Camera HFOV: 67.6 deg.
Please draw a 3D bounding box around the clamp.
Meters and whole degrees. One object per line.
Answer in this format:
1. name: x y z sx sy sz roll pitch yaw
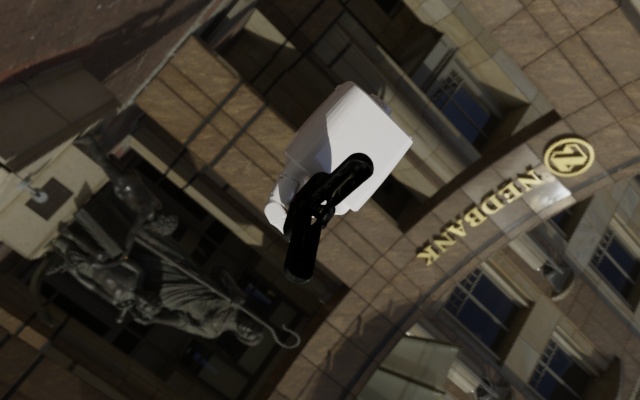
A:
1. clamp: 0.000 0.002 0.457 0.039 0.120 0.171 37 6 -14
